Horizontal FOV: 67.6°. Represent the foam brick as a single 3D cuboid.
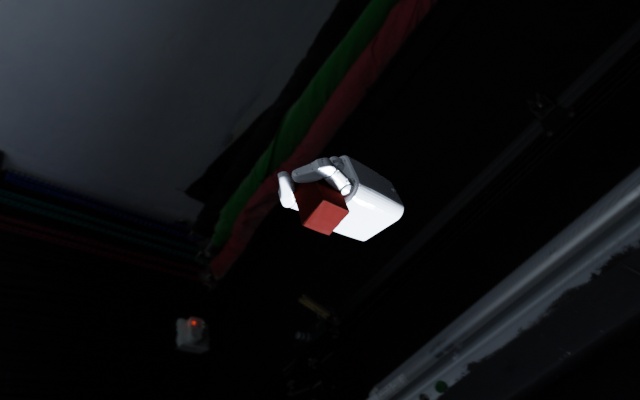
[{"bbox_3d":[0.000,0.003,0.702,0.051,0.053,0.078,26,28,-32],"label":"foam brick"}]
